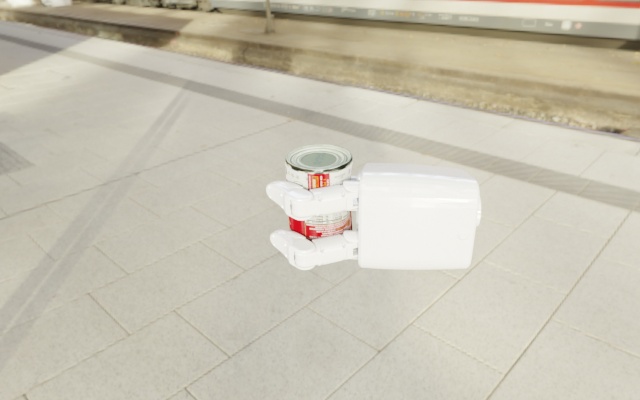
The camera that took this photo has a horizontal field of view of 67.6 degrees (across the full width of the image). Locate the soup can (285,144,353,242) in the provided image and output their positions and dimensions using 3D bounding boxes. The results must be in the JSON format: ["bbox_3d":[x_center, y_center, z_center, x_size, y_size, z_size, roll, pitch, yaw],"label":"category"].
[{"bbox_3d":[0.000,0.001,0.488,0.068,0.102,0.068,-2,28,1],"label":"soup can"}]
